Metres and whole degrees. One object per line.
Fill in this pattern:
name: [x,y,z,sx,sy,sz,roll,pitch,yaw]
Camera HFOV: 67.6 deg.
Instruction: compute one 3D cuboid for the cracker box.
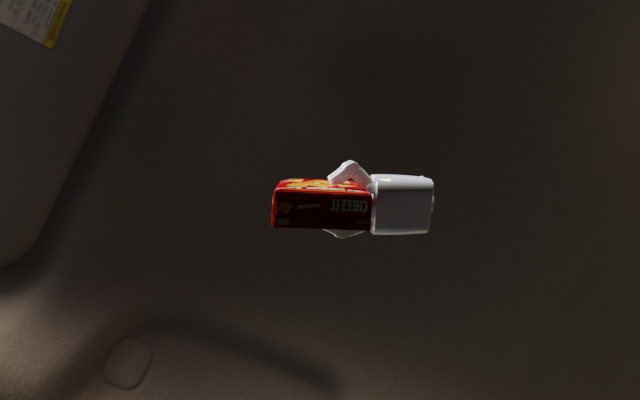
cracker box: [0.000,0.003,0.878,0.164,0.072,0.213,2,6,-2]
